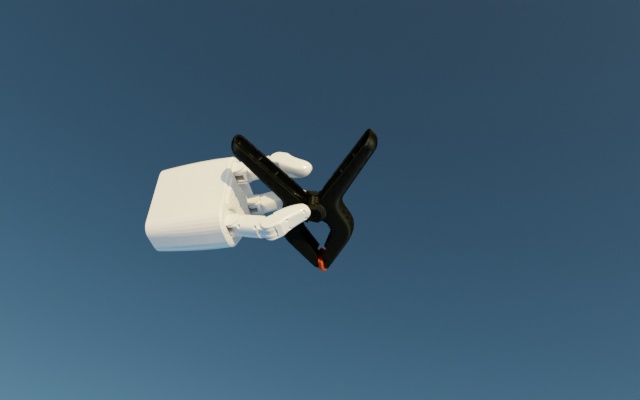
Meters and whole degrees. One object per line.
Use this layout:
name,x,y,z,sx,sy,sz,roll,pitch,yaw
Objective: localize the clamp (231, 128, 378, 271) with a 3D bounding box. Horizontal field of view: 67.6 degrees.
clamp,0.000,0.003,0.579,0.164,0.210,0.036,-6,37,15
